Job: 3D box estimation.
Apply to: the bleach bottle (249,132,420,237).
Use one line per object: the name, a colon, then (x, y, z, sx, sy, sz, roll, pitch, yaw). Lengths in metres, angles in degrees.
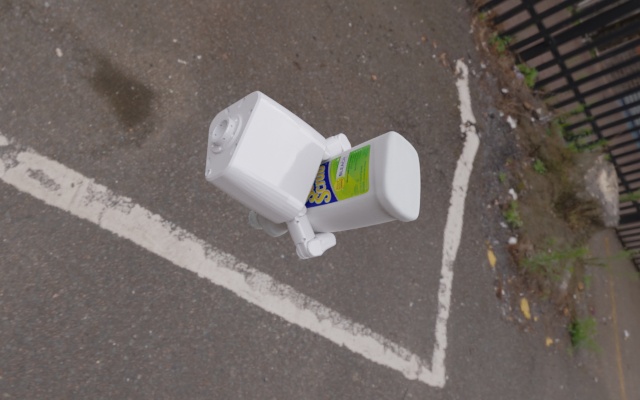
bleach bottle: (0.000, 0.002, 0.596, 0.251, 0.102, 0.068, -19, -39, 39)
